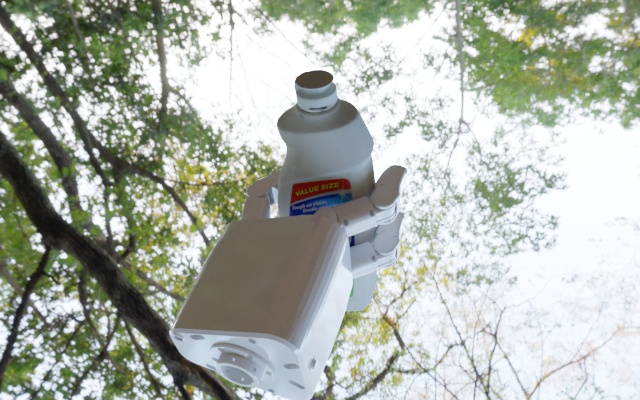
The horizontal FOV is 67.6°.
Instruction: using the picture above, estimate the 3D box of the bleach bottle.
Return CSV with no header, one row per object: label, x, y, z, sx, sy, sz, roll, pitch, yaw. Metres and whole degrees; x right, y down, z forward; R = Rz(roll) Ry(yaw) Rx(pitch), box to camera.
bleach bottle,0.000,0.001,0.434,0.102,0.251,0.068,7,45,16
